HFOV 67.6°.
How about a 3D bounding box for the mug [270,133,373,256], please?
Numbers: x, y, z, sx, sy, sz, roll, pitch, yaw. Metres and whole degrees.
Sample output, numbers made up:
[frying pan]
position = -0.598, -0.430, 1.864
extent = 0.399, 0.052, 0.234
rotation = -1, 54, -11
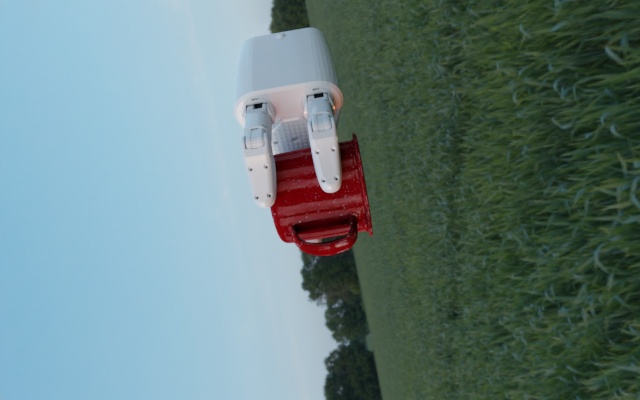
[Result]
[mug]
position = 0.000, 0.003, 0.420
extent = 0.081, 0.117, 0.093
rotation = -10, -44, 4
